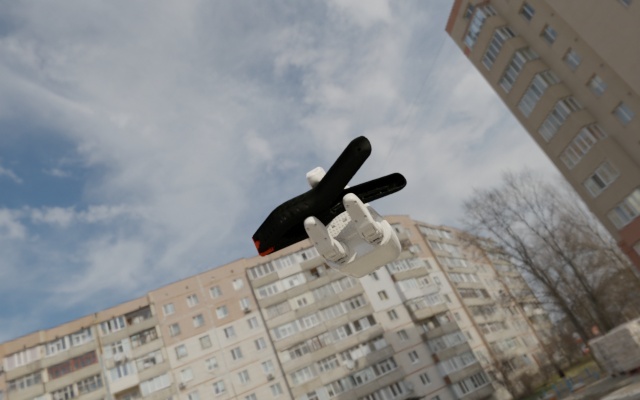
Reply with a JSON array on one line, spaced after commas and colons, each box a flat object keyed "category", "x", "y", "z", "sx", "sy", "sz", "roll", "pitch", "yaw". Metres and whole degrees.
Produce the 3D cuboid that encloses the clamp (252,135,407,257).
[{"category": "clamp", "x": -0.001, "y": 0.002, "z": 0.582, "sx": 0.210, "sy": 0.036, "sz": 0.165, "roll": -30, "pitch": -24, "yaw": 8}]
